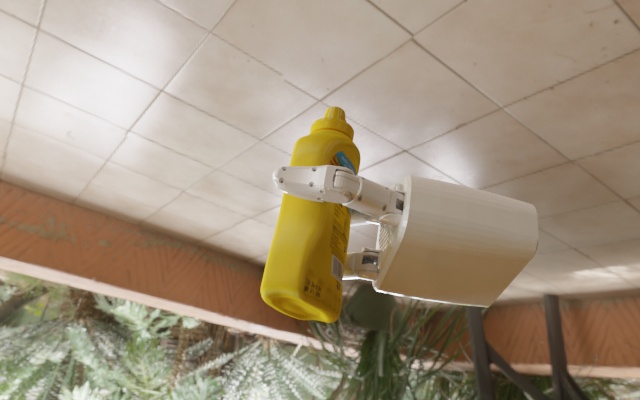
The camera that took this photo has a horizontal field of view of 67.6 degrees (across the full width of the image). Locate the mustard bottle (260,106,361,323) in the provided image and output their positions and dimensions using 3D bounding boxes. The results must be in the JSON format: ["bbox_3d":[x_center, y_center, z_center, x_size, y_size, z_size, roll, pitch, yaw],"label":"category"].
[{"bbox_3d":[0.000,0.002,0.414,0.058,0.191,0.096,1,-25,21],"label":"mustard bottle"}]
